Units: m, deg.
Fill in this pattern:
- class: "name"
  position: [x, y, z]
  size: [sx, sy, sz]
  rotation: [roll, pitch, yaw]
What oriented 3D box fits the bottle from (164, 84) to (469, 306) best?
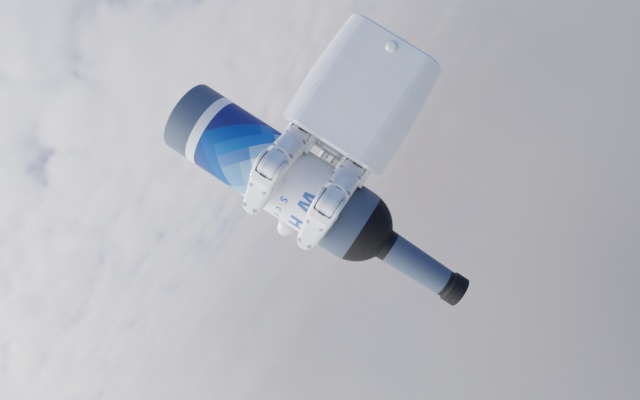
- class: "bottle"
  position: [0.000, 0.001, 0.430]
  size: [0.295, 0.069, 0.069]
  rotation: [33, 3, 4]
